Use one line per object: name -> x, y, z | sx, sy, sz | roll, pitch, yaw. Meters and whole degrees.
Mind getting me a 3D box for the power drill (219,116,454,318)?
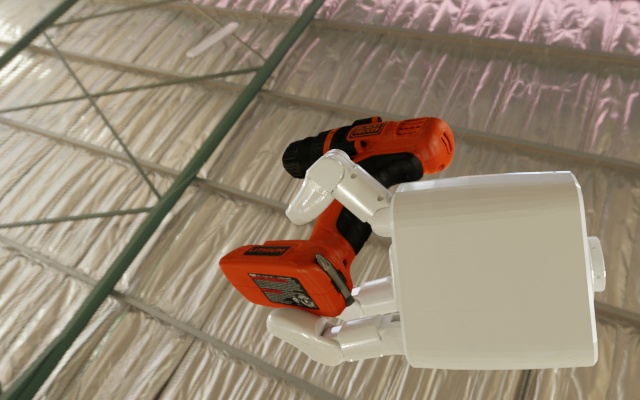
power drill -> 0.000, 0.002, 0.402 | 0.184, 0.057, 0.187 | -4, 42, 44
